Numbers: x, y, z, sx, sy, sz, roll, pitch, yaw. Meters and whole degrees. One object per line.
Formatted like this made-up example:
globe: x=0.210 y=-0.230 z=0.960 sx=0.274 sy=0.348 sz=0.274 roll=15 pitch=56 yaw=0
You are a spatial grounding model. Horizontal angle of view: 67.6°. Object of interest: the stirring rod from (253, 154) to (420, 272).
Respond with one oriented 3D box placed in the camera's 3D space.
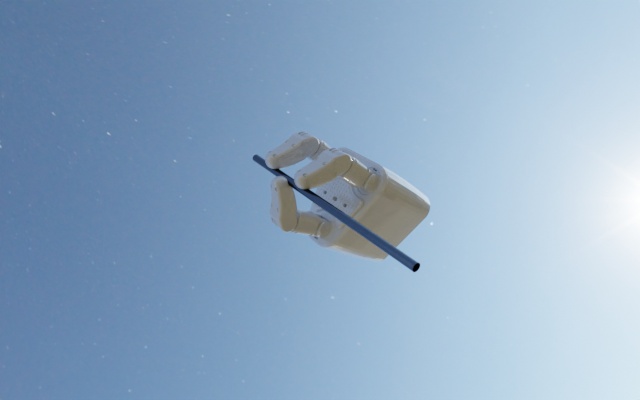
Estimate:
stirring rod: x=0.000 y=0.002 z=0.436 sx=0.011 sy=0.011 sz=0.239 roll=0 pitch=24 yaw=-40
